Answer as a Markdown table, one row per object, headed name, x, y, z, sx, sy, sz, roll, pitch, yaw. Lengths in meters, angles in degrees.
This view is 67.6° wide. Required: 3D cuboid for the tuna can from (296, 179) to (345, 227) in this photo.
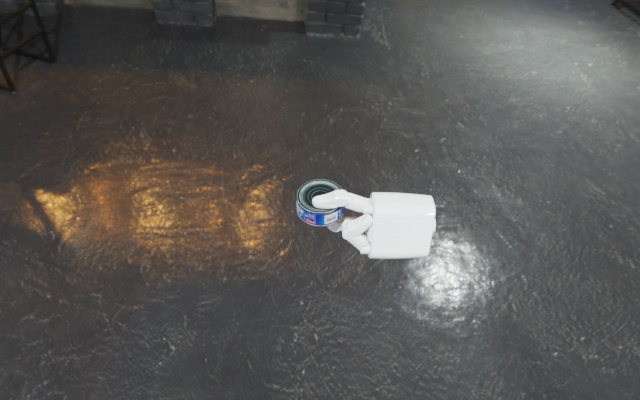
| name | x | y | z | sx | sy | sz | roll | pitch | yaw |
| --- | --- | --- | --- | --- | --- | --- | --- | --- | --- |
| tuna can | 0.000 | 0.002 | 0.835 | 0.086 | 0.086 | 0.034 | 0 | -44 | 0 |
